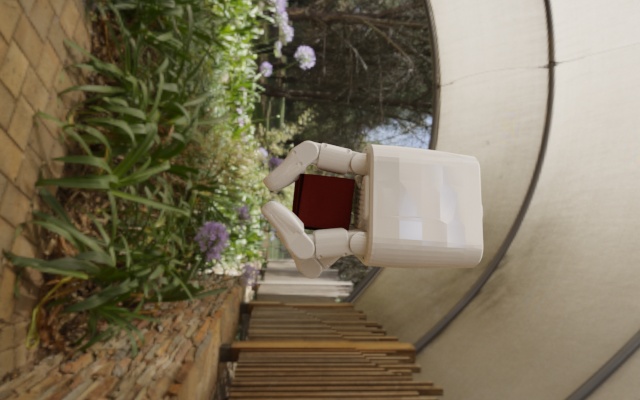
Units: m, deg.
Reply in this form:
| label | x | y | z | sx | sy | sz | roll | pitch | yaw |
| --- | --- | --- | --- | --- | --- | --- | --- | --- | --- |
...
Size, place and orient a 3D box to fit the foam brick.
| label | x | y | z | sx | sy | sz | roll | pitch | yaw |
| --- | --- | --- | --- | --- | --- | --- | --- | --- | --- |
| foam brick | 0.000 | 0.001 | 0.472 | 0.051 | 0.053 | 0.078 | 6 | 3 | -6 |
